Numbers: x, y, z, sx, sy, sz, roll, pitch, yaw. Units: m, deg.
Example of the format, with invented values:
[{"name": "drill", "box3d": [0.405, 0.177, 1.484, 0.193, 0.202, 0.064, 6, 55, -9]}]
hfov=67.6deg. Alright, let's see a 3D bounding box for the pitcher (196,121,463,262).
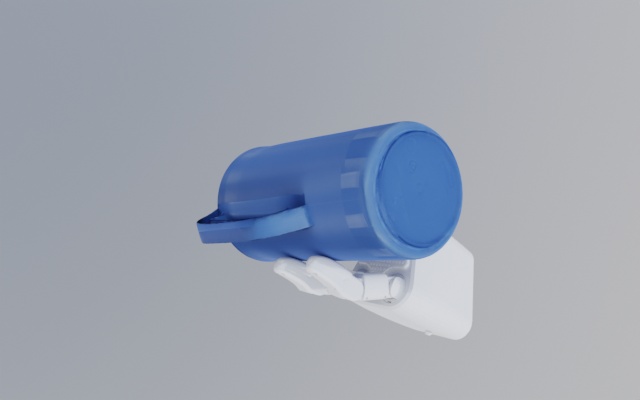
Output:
[{"name": "pitcher", "box3d": [0.000, 0.002, 0.454, 0.145, 0.149, 0.243, 34, -22, -28]}]
